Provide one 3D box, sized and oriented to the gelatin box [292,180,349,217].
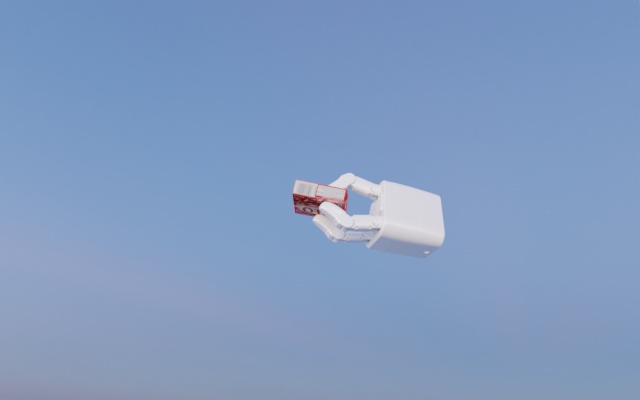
[{"bbox_3d":[0.000,0.002,0.793,0.089,0.030,0.073,11,-26,6],"label":"gelatin box"}]
